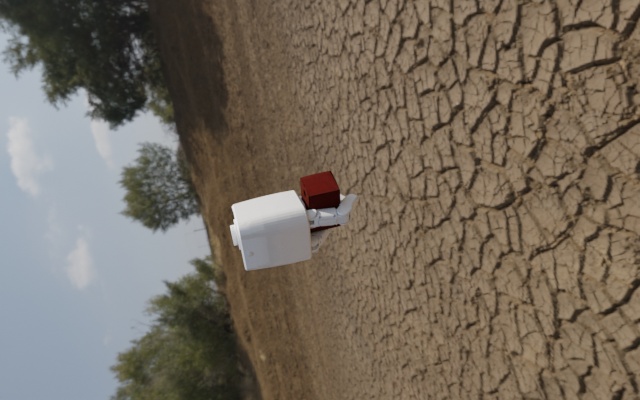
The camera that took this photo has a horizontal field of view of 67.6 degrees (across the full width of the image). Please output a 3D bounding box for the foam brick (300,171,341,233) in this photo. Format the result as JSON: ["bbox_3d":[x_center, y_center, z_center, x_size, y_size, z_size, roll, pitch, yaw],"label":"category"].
[{"bbox_3d":[0.000,0.002,0.754,0.051,0.078,0.053,-11,40,-11],"label":"foam brick"}]
